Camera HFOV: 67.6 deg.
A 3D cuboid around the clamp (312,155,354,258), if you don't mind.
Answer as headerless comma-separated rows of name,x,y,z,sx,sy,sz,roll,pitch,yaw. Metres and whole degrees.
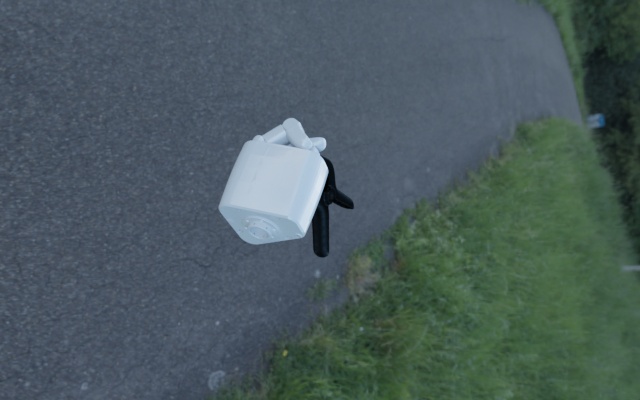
clamp,0.001,0.002,0.717,0.039,0.120,0.172,0,-37,28
